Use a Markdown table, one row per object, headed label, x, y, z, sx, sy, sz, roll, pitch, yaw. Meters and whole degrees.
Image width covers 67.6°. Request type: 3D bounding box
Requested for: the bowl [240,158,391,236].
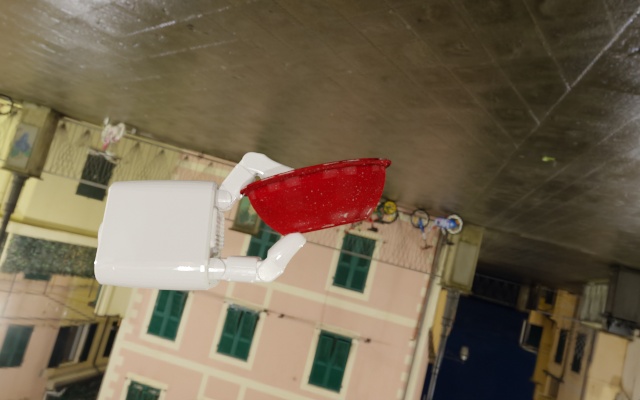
| label | x | y | z | sx | sy | sz | roll | pitch | yaw |
| --- | --- | --- | --- | --- | --- | --- | --- | --- | --- |
| bowl | 0.001 | 0.002 | 0.500 | 0.162 | 0.055 | 0.162 | -12 | -5 | -1 |
